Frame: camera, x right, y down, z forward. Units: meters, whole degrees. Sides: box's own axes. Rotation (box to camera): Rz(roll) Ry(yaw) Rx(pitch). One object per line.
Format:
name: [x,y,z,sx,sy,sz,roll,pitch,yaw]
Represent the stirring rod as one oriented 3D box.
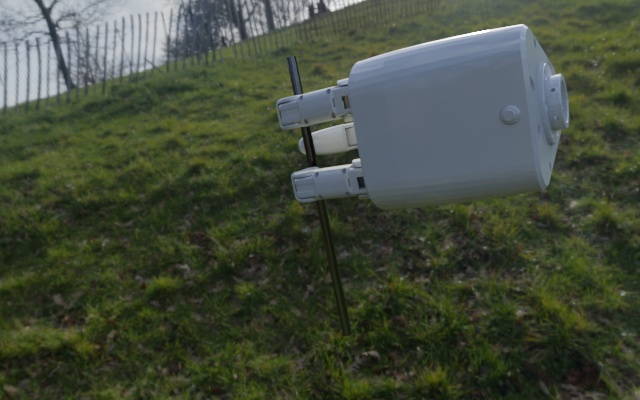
stirring rod: [0.000,0.001,0.402,0.011,0.239,0.011,-11,9,2]
